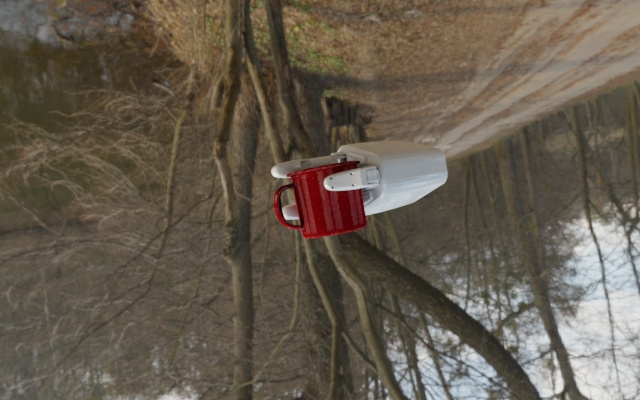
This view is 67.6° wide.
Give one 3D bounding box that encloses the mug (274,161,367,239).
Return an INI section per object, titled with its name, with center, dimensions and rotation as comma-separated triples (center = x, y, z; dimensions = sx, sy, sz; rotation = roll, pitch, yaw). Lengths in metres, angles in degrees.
[mug]
center = -0.001, 0.002, 0.581
dimensions = 0.117, 0.081, 0.093
rotation = -11, 0, -25
